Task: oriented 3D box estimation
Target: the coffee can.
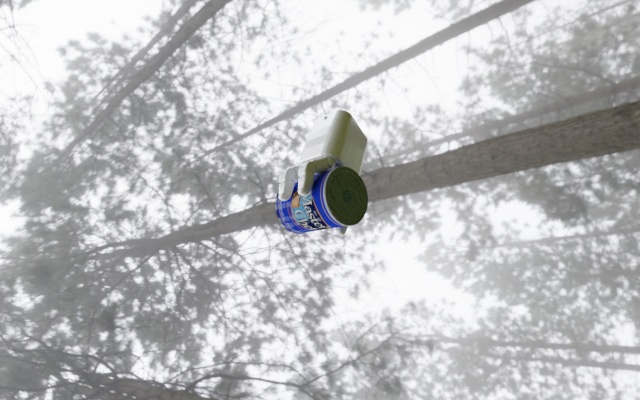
[{"bbox_3d":[0.000,0.003,0.861,0.103,0.103,0.140,0,-9,-42],"label":"coffee can"}]
